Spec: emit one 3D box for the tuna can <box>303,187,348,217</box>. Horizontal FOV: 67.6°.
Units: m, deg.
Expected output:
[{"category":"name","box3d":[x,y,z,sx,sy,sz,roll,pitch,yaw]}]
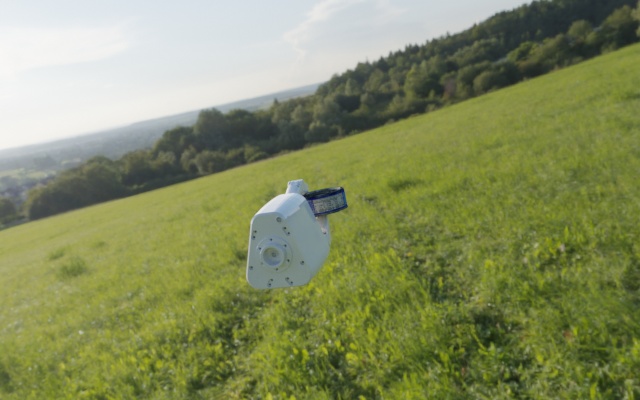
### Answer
[{"category":"tuna can","box3d":[0.000,0.002,0.784,0.086,0.034,0.086,-12,7,2]}]
